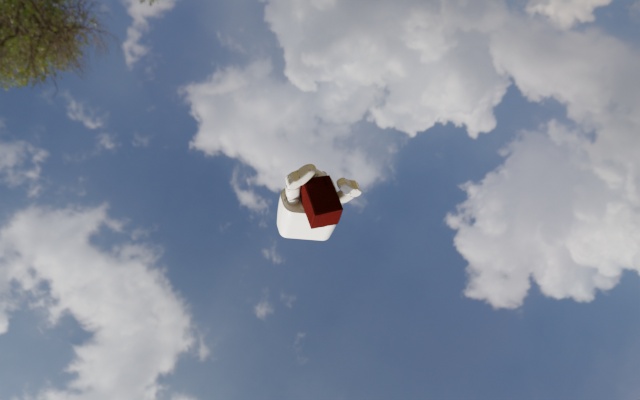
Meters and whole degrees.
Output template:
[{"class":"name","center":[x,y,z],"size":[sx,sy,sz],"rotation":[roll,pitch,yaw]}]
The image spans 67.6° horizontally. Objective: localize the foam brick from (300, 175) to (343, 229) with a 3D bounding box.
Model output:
[{"class":"foam brick","center":[0.000,0.003,0.842],"size":[0.053,0.078,0.051],"rotation":[-10,-32,-17]}]
